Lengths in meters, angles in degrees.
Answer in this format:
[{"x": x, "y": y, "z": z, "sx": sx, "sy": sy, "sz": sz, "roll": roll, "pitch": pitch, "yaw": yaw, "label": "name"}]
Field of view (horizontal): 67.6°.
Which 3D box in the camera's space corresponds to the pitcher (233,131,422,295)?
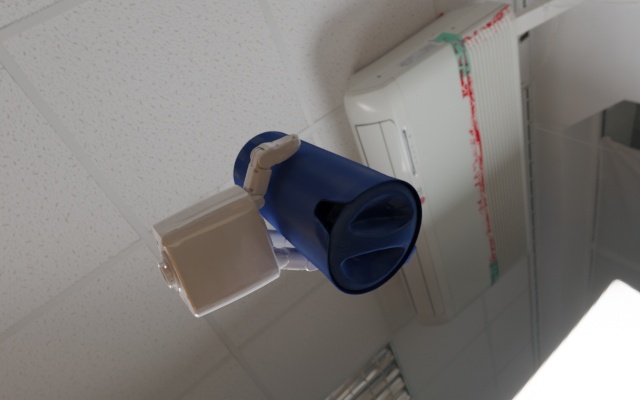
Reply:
[{"x": 0.000, "y": 0.002, "z": 0.587, "sx": 0.145, "sy": 0.149, "sz": 0.242, "roll": -26, "pitch": 36, "yaw": -26, "label": "pitcher"}]
